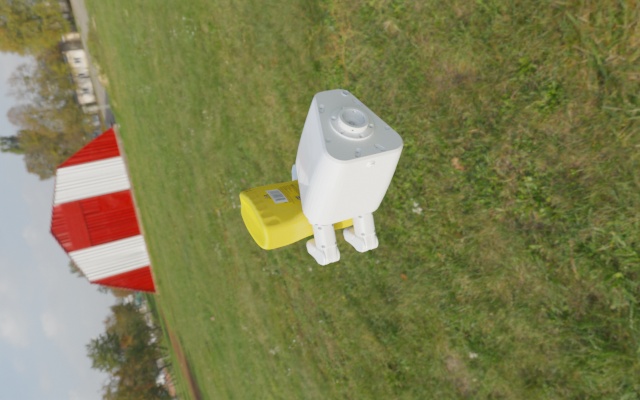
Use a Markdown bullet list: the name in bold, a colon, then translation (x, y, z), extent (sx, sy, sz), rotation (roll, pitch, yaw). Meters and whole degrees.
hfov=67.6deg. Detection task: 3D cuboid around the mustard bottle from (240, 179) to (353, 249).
- **mustard bottle**: translation (0.000, 0.002, 0.617), extent (0.191, 0.058, 0.096), rotation (-14, 33, -23)
